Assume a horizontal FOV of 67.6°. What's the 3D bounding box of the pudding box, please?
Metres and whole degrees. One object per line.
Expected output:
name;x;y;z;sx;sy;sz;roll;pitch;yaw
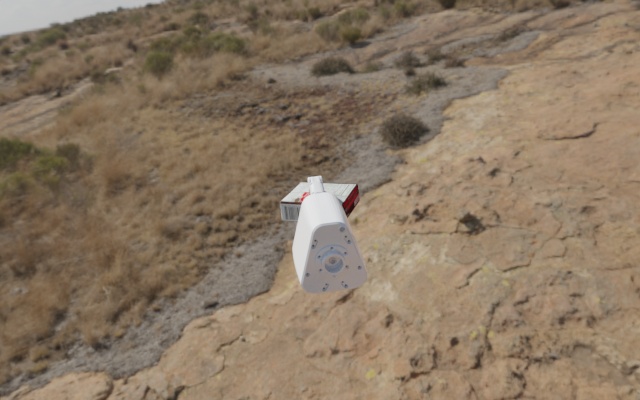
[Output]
pudding box;0.000;0.002;0.801;0.113;0.039;0.090;4;24;21
